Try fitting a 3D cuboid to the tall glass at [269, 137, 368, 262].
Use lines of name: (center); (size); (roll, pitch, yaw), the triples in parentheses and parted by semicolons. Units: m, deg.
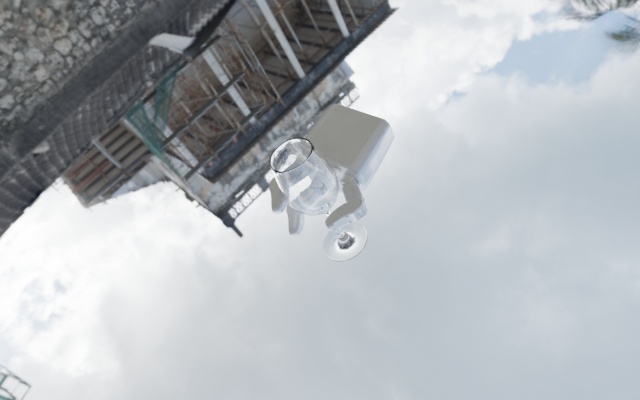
tall glass: (0.000, 0.003, 0.679); (0.079, 0.079, 0.201); (0, -38, 29)
